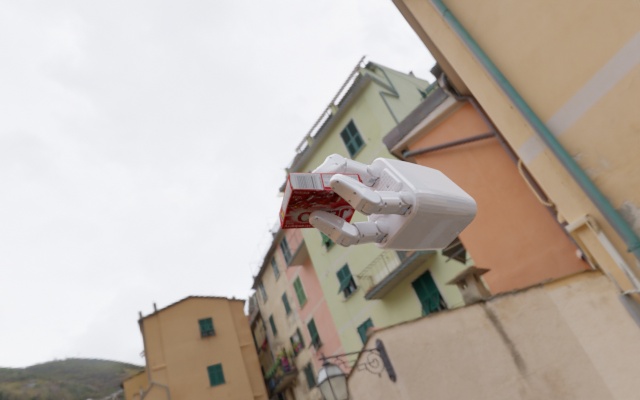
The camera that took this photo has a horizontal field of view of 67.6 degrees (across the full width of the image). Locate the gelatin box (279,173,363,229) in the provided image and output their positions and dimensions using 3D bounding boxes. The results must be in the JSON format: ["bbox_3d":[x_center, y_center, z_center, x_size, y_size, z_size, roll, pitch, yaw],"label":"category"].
[{"bbox_3d":[0.000,0.002,0.572,0.089,0.030,0.073,0,-40,-17],"label":"gelatin box"}]
